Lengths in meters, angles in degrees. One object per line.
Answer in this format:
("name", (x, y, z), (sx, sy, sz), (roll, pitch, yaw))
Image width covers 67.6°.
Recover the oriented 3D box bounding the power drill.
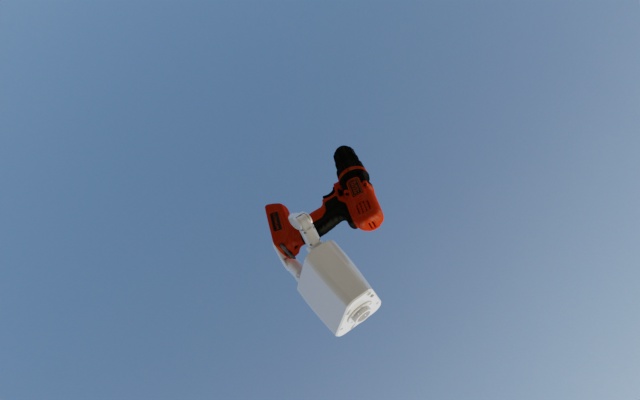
("power drill", (0.000, 0.003, 0.812), (0.187, 0.184, 0.057), (-28, -44, 11))
